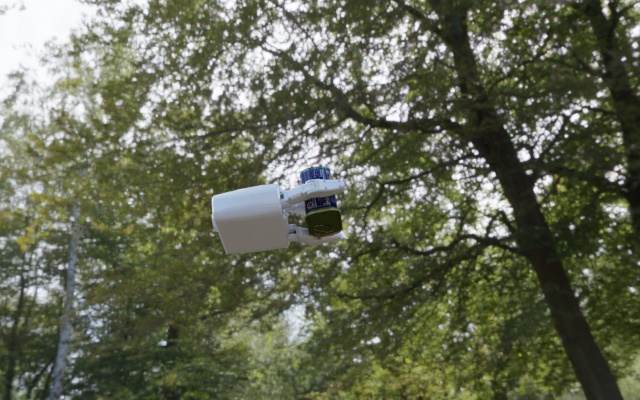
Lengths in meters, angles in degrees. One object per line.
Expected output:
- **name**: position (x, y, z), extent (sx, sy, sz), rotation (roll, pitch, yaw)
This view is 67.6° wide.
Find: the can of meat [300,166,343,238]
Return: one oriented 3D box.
- **can of meat**: position (0.000, 0.002, 0.788), extent (0.057, 0.084, 0.102), rotation (-11, -27, 1)
